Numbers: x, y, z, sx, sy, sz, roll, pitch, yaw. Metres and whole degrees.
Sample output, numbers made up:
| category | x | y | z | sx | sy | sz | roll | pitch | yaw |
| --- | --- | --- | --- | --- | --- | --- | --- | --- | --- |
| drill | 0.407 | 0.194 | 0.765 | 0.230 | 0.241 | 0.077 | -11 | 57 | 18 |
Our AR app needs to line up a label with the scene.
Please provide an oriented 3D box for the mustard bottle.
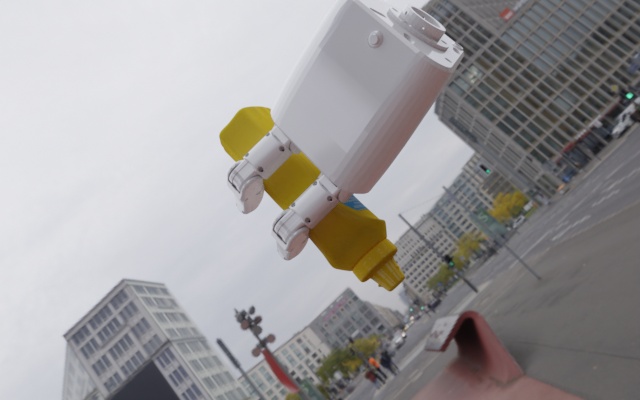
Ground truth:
| category | x | y | z | sx | sy | sz | roll | pitch | yaw |
| --- | --- | --- | --- | --- | --- | --- | --- | --- | --- |
| mustard bottle | 0.000 | 0.001 | 0.413 | 0.191 | 0.058 | 0.096 | 46 | 9 | 17 |
